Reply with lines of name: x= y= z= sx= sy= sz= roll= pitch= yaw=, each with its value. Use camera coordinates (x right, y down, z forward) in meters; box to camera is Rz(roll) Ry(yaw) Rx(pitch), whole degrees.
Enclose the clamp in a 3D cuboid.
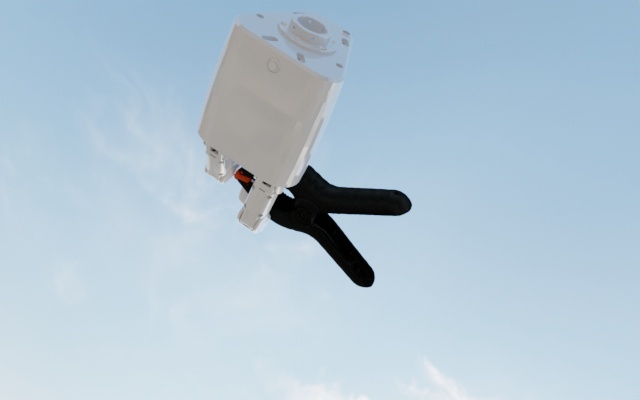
clamp: x=0.000 y=0.001 z=0.445 sx=0.171 sy=0.120 sz=0.039 roll=33 pitch=38 yaw=4
